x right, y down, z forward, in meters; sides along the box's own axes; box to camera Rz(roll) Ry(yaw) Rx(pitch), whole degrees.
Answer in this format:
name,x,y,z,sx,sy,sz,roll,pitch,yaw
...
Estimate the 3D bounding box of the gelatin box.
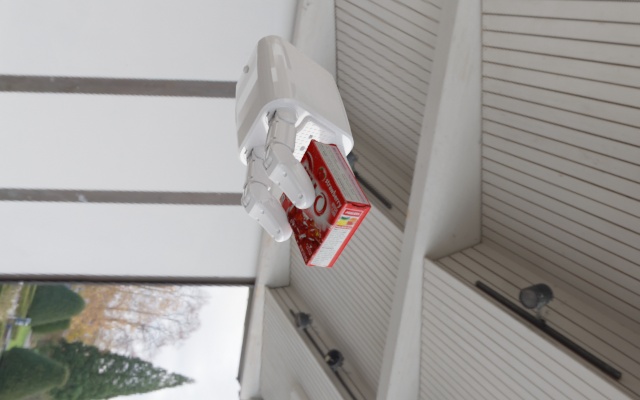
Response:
name,x,y,z,sx,sy,sz,roll,pitch,yaw
gelatin box,0.001,0.002,0.416,0.030,0.073,0.089,9,37,-32
